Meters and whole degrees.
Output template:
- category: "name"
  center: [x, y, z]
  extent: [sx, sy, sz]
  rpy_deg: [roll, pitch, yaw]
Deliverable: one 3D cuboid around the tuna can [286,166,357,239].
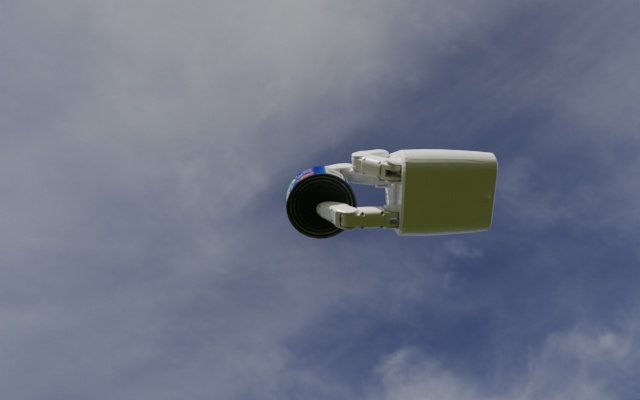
- category: "tuna can"
  center: [0.000, 0.002, 0.592]
  extent: [0.086, 0.086, 0.033]
  rpy_deg: [0, 22, -5]
